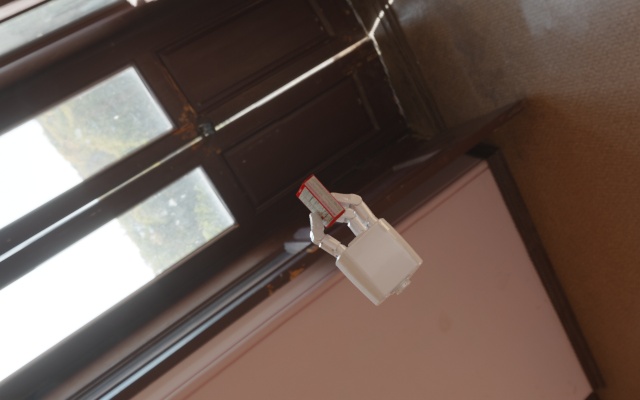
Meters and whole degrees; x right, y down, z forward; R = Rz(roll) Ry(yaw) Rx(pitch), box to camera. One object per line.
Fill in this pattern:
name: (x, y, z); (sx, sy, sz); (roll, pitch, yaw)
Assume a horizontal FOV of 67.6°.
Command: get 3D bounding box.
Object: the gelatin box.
gelatin box: (0.000, 0.003, 0.868); (0.030, 0.089, 0.073); (-42, -4, -19)
